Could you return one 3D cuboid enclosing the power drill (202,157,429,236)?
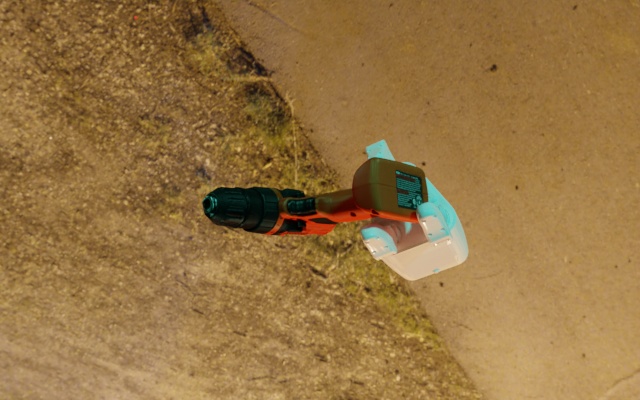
[{"bbox_3d":[0.001,0.002,0.491,0.187,0.057,0.184,-9,-10,40],"label":"power drill"}]
